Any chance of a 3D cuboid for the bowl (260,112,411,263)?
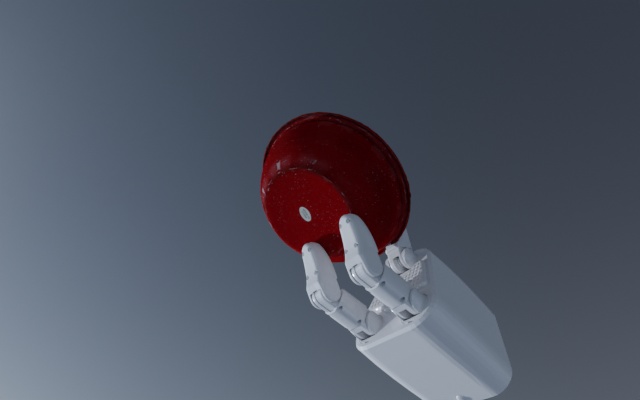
[{"bbox_3d":[-0.001,0.001,0.454,0.162,0.162,0.055,0,25,30],"label":"bowl"}]
